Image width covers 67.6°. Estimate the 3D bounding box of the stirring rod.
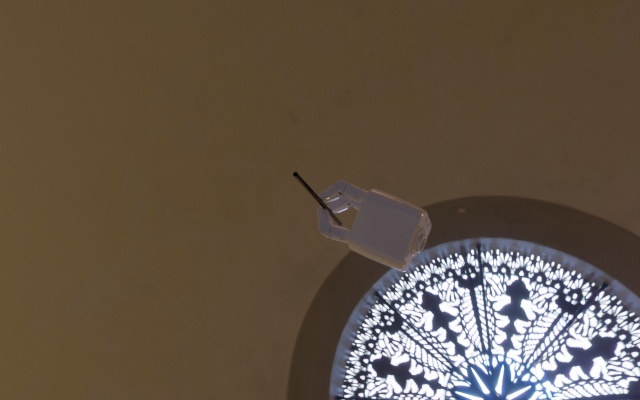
[{"bbox_3d":[0.000,0.003,0.858,0.011,0.011,0.240,0,-22,21],"label":"stirring rod"}]
